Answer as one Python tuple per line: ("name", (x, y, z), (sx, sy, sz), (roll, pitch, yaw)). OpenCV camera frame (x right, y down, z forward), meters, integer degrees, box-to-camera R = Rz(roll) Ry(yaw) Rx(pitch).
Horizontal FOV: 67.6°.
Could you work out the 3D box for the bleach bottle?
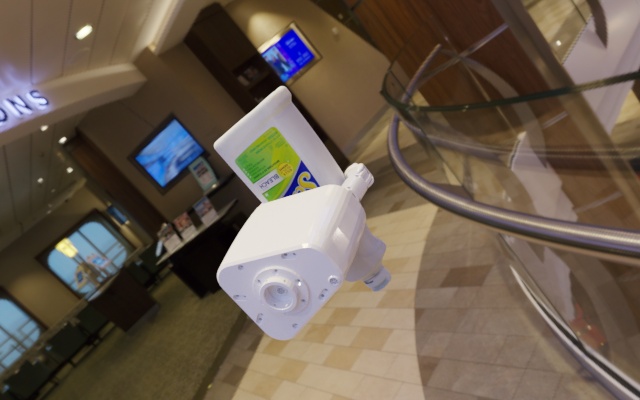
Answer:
("bleach bottle", (0.000, 0.002, 0.539), (0.102, 0.251, 0.068), (-34, 14, 26))
